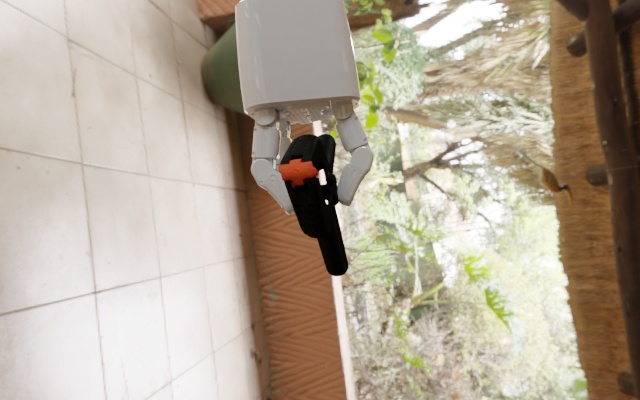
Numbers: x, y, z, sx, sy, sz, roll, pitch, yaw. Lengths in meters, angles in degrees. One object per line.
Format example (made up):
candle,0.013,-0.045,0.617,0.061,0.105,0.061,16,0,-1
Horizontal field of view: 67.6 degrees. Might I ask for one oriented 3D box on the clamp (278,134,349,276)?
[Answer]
clamp,0.001,0.001,0.466,0.036,0.164,0.210,-8,-3,8
